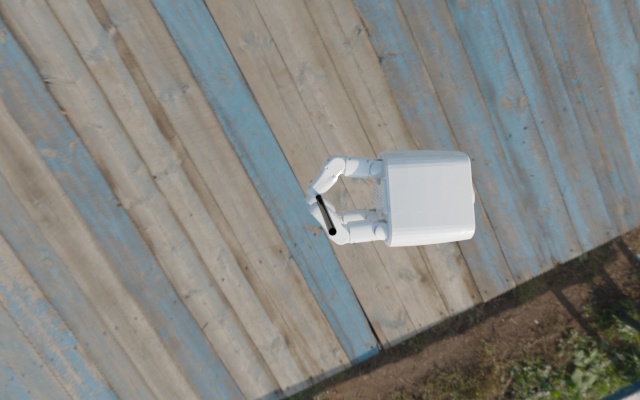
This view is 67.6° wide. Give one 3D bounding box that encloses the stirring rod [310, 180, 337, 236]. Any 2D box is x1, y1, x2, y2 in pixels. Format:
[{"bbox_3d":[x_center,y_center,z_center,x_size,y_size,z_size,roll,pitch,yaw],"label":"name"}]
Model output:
[{"bbox_3d":[0.000,0.002,0.556,0.011,0.011,0.239,0,13,-5],"label":"stirring rod"}]
